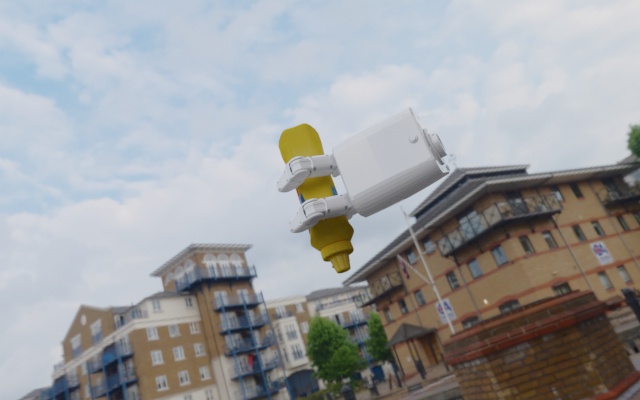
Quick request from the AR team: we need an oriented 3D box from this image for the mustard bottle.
[{"bbox_3d":[0.000,0.002,0.618,0.058,0.191,0.096,-19,-21,-3],"label":"mustard bottle"}]
